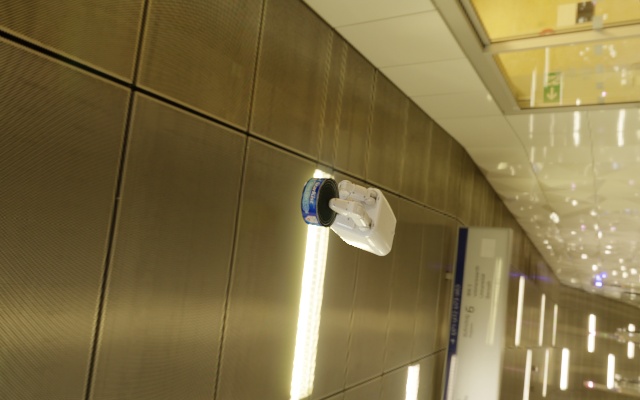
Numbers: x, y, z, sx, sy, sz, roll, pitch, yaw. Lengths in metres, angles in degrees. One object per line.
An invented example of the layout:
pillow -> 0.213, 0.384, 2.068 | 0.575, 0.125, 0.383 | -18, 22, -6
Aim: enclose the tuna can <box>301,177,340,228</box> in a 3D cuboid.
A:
tuna can -> 0.000, 0.003, 0.819 | 0.034, 0.086, 0.086 | 5, 2, 27
